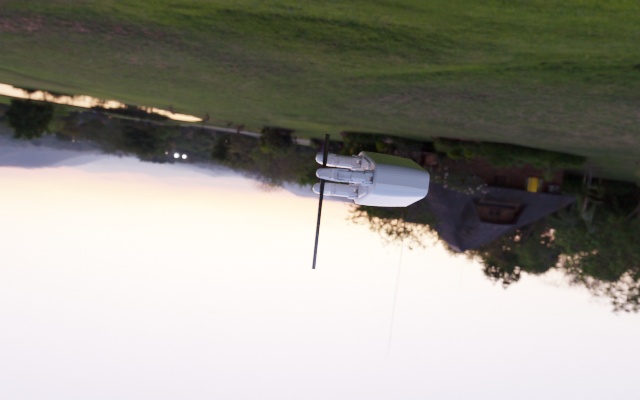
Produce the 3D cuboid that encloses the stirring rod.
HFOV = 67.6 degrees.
[{"bbox_3d":[0.000,0.003,0.845,0.011,0.239,0.011,6,3,0],"label":"stirring rod"}]
